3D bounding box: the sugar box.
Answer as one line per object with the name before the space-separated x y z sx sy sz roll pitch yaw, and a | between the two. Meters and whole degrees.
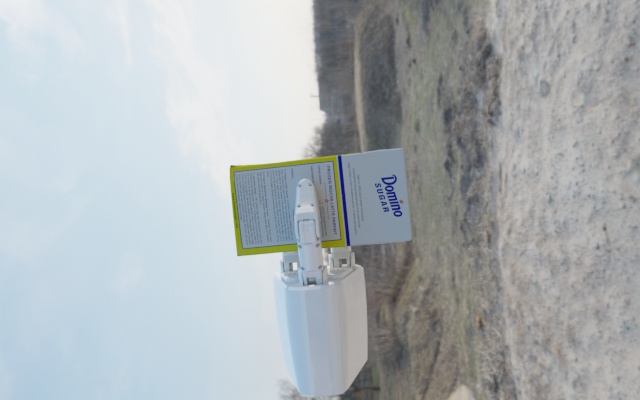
sugar box | 0.000 0.002 0.487 0.176 0.093 0.048 -5 3 2
